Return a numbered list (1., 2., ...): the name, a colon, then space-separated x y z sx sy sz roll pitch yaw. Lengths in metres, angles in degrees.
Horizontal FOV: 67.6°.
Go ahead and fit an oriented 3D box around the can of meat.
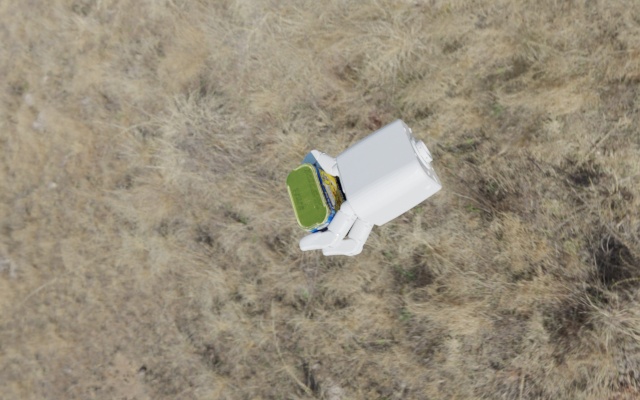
1. can of meat: 0.000 0.002 0.693 0.057 0.102 0.084 -29 -25 22
